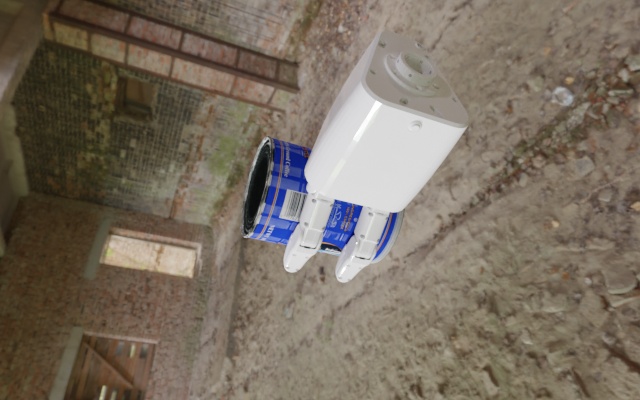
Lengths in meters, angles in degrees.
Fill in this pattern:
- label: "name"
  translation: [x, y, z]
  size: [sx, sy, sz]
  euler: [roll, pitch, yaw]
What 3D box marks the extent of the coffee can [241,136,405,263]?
- label: "coffee can"
  translation: [0.000, 0.002, 0.490]
  size: [0.140, 0.103, 0.103]
  euler: [13, -4, -18]
